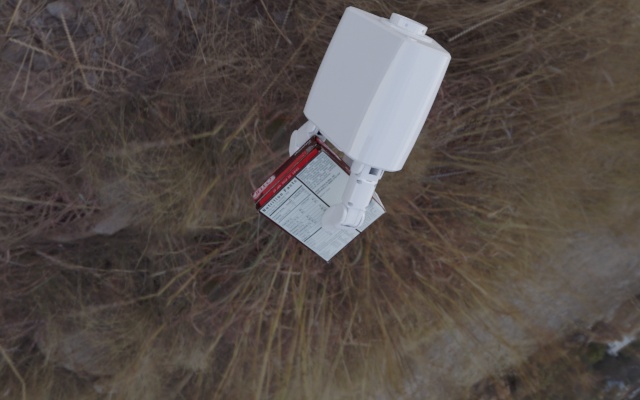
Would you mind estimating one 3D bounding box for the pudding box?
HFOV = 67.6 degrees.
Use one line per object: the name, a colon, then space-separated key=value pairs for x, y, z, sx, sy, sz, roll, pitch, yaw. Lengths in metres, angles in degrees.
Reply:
pudding box: x=0.000 y=0.002 z=0.490 sx=0.113 sy=0.090 sz=0.039 roll=41 pitch=14 yaw=-32
